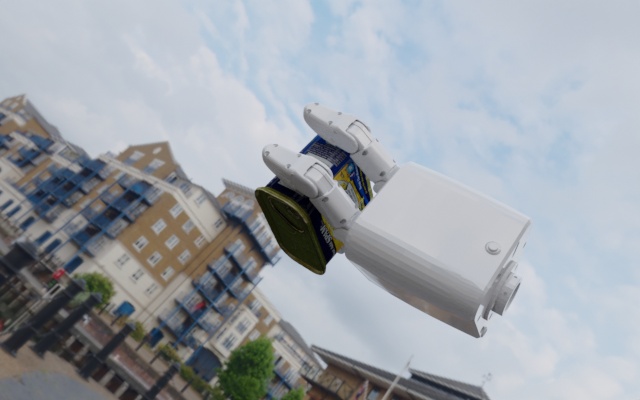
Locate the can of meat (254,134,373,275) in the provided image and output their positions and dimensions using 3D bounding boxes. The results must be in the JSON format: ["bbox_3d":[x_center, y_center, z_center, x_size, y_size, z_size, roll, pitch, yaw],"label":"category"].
[{"bbox_3d":[0.000,0.001,0.421,0.057,0.084,0.102,26,-29,33],"label":"can of meat"}]
